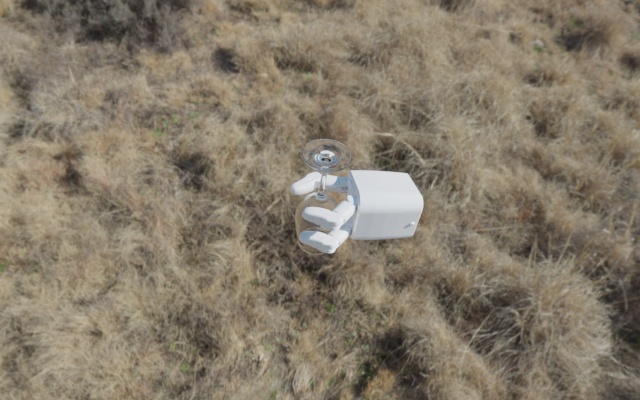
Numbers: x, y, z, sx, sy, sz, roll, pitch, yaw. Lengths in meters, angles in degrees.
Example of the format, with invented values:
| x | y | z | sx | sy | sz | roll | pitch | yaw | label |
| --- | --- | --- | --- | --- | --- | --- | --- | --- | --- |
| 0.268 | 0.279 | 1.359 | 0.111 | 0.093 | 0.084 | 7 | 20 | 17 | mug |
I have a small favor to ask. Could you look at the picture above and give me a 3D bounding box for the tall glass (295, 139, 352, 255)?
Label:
| x | y | z | sx | sy | sz | roll | pitch | yaw | label |
| --- | --- | --- | --- | --- | --- | --- | --- | --- | --- |
| 0.000 | 0.002 | 0.770 | 0.079 | 0.079 | 0.201 | 0 | -44 | -8 | tall glass |
